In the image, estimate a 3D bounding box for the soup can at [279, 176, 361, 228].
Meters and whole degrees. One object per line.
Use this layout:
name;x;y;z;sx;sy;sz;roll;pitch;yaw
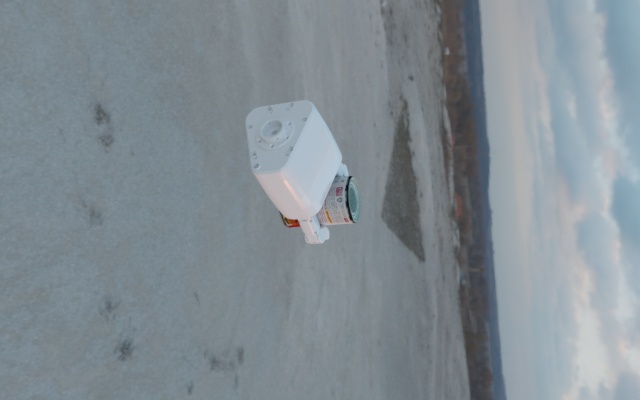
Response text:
soup can;0.001;0.003;0.678;0.102;0.068;0.068;-5;-2;19
